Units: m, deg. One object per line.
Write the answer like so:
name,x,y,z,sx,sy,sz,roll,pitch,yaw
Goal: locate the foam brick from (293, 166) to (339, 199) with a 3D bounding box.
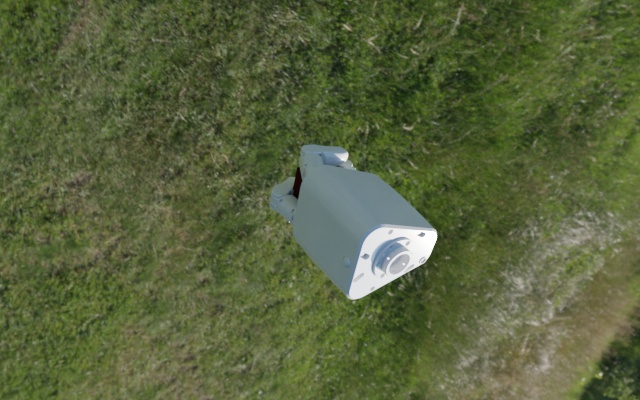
foam brick,0.000,0.002,0.563,0.053,0.078,0.051,-11,39,-32
